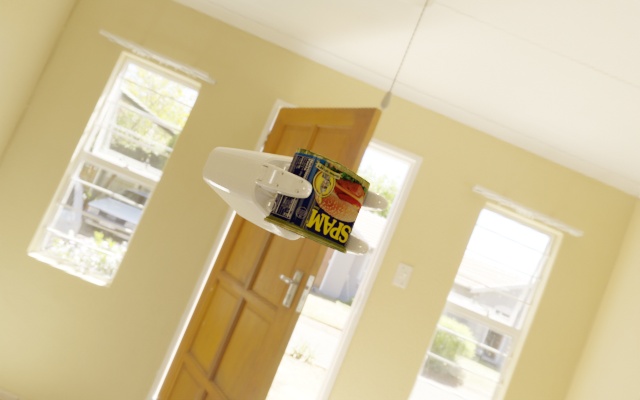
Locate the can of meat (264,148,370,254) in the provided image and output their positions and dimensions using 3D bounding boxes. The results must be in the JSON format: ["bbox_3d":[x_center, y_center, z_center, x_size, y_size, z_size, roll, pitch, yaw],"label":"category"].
[{"bbox_3d":[0.000,0.001,0.515,0.057,0.084,0.102,17,-7,44],"label":"can of meat"}]
